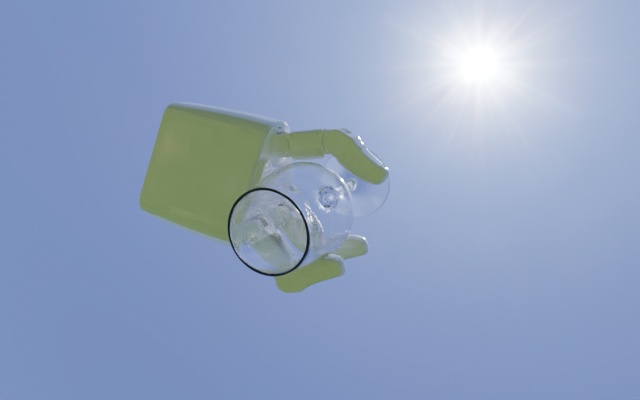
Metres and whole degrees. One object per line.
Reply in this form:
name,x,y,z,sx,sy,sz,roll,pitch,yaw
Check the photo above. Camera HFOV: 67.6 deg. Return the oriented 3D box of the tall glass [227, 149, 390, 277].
tall glass,0.000,0.001,0.408,0.079,0.079,0.201,0,12,21
